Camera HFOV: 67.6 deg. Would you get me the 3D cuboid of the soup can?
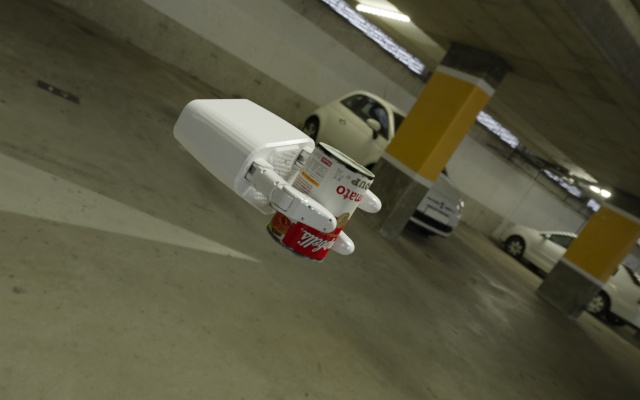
[{"bbox_3d":[0.001,0.002,0.480,0.068,0.102,0.068,31,11,-7],"label":"soup can"}]
